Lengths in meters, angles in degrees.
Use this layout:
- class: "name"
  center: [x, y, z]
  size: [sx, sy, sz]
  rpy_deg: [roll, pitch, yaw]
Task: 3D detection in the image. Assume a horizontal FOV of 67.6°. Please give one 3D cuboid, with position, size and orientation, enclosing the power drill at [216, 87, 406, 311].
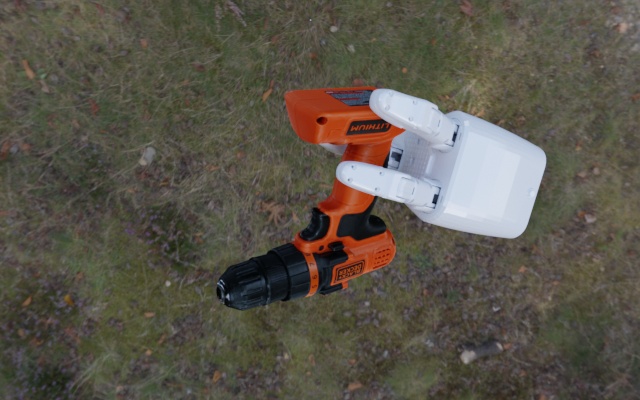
- class: "power drill"
  center: [0.000, 0.001, 0.410]
  size: [0.184, 0.188, 0.057]
  rpy_deg: [-14, 38, -34]
